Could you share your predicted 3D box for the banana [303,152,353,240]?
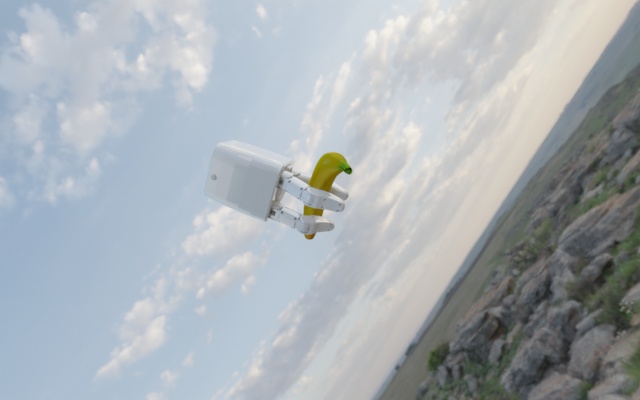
[{"bbox_3d":[0.001,-0.015,0.737,0.037,0.069,0.198,9,-36,-12],"label":"banana"}]
